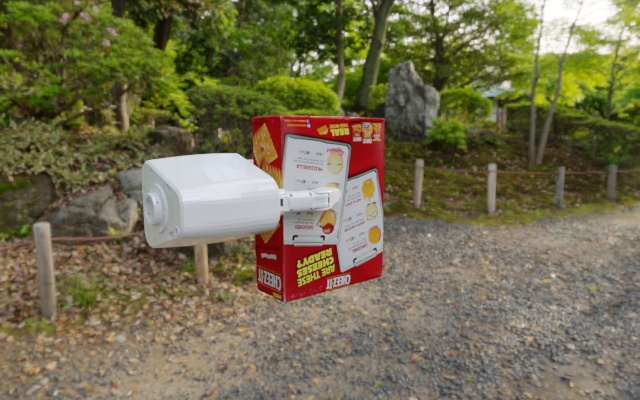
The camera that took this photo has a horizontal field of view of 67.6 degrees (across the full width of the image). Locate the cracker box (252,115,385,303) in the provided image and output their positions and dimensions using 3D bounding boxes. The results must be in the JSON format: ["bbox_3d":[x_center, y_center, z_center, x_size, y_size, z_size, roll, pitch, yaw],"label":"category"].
[{"bbox_3d":[0.000,0.002,0.605,0.164,0.214,0.072,-7,11,-38],"label":"cracker box"}]
